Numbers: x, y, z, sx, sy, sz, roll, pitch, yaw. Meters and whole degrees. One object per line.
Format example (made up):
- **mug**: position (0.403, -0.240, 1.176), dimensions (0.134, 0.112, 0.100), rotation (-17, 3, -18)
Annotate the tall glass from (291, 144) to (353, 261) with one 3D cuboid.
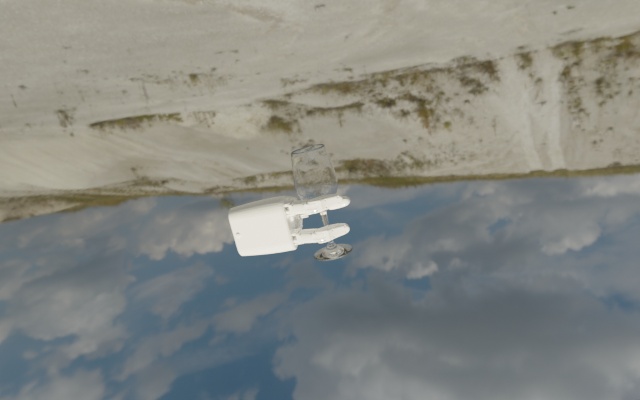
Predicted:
- **tall glass**: position (0.000, 0.003, 0.864), dimensions (0.079, 0.201, 0.079), rotation (-13, 14, 3)
